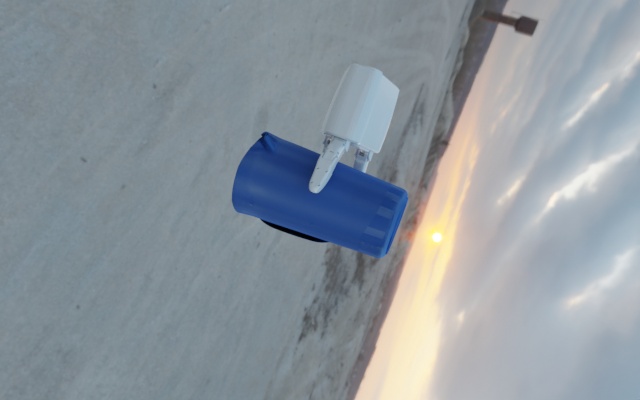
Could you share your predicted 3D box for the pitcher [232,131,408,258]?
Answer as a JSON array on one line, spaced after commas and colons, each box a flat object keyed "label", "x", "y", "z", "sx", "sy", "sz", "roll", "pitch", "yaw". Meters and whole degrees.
[{"label": "pitcher", "x": 0.000, "y": 0.002, "z": 0.725, "sx": 0.243, "sy": 0.145, "sz": 0.149, "roll": 21, "pitch": 3, "yaw": 12}]
